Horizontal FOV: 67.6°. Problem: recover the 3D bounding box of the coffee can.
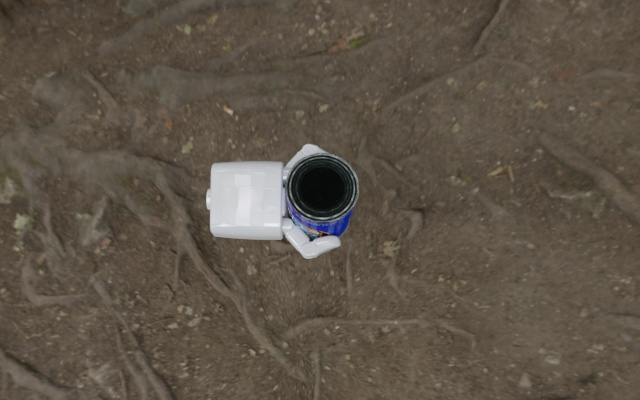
[{"bbox_3d":[0.000,0.002,0.720,0.103,0.102,0.140,0,-18,-2],"label":"coffee can"}]
